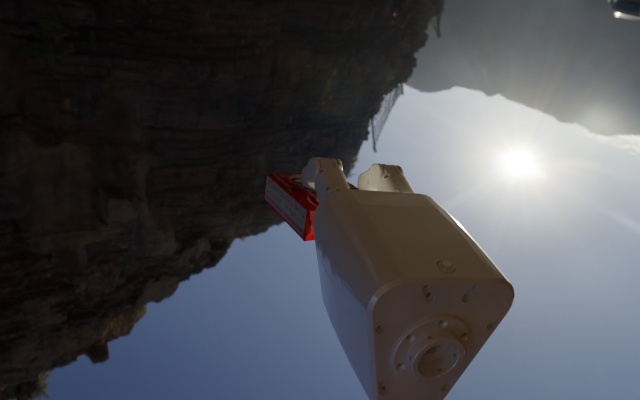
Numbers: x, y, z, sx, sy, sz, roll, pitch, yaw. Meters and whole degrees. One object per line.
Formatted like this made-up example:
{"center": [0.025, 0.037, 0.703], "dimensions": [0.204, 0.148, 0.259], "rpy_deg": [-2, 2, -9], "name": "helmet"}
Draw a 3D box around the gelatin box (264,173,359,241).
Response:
{"center": [0.000, 0.002, 0.428], "dimensions": [0.073, 0.030, 0.089], "rpy_deg": [-3, 24, -30], "name": "gelatin box"}
